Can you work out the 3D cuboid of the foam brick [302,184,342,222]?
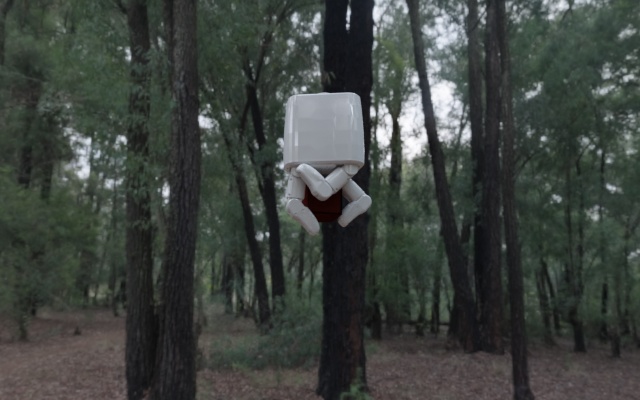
[{"bbox_3d":[0.000,0.003,0.727,0.053,0.051,0.078,2,-12,-12],"label":"foam brick"}]
